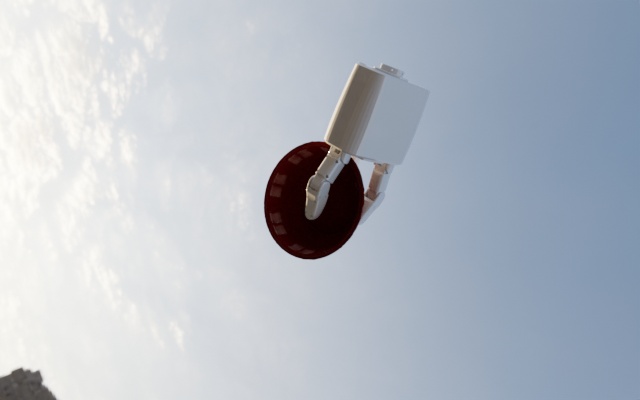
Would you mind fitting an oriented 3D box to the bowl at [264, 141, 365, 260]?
[{"bbox_3d":[0.000,0.003,0.664,0.162,0.162,0.055,0,-8,32],"label":"bowl"}]
